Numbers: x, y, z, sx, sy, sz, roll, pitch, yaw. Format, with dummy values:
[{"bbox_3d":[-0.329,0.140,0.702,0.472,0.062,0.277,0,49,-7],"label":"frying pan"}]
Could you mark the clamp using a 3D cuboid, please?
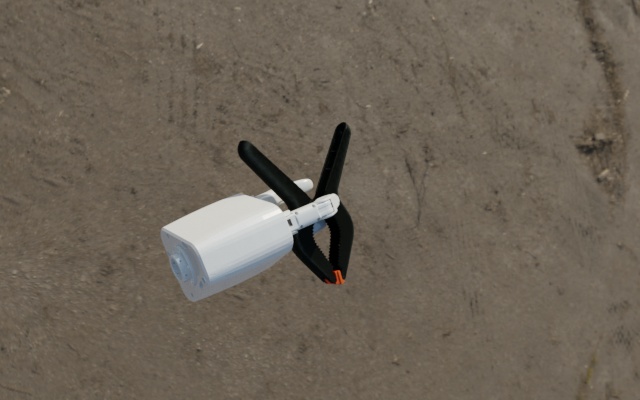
[{"bbox_3d":[0.001,0.003,0.612,0.164,0.210,0.036,-24,7,-32],"label":"clamp"}]
